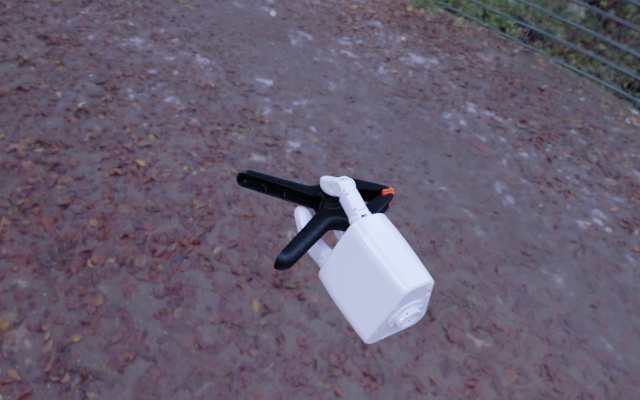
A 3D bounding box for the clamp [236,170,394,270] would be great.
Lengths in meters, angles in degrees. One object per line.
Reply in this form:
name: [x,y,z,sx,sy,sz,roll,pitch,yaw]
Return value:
clamp: [0.001,0.002,0.632,0.210,0.036,0.164,-14,50,-29]
